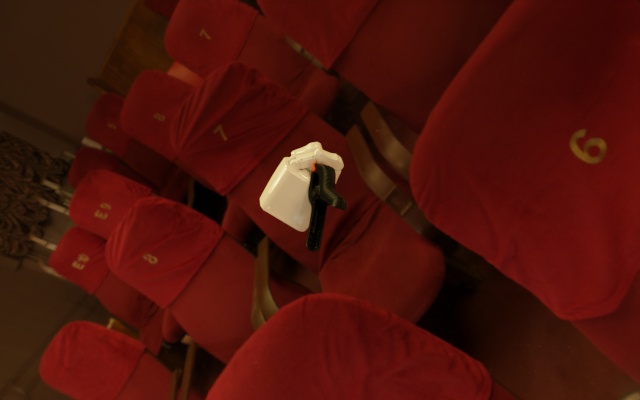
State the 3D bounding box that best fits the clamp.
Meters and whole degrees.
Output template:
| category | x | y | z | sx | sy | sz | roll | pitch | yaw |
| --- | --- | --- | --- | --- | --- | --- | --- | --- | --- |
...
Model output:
| category | x | y | z | sx | sy | sz | roll | pitch | yaw |
| --- | --- | --- | --- | --- | --- | --- | --- | --- | --- |
| clamp | 0.000 | 0.002 | 0.829 | 0.039 | 0.120 | 0.171 | 23 | 29 | -20 |
